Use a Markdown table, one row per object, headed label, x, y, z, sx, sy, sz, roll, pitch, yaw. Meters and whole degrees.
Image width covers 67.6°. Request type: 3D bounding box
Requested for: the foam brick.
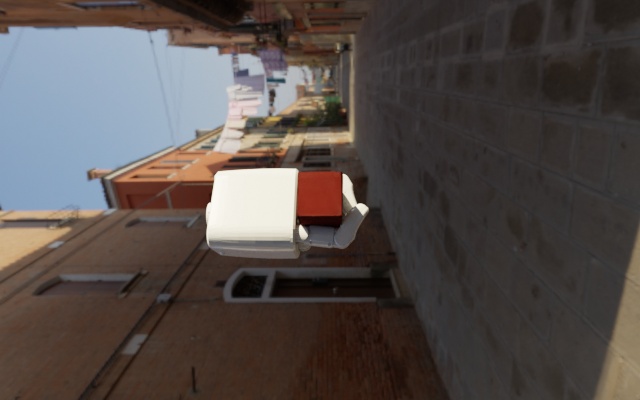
| label | x | y | z | sx | sy | sz | roll | pitch | yaw |
| --- | --- | --- | --- | --- | --- | --- | --- | --- | --- |
| foam brick | 0.000 | 0.002 | 0.562 | 0.051 | 0.053 | 0.078 | 1 | -15 | 1 |
